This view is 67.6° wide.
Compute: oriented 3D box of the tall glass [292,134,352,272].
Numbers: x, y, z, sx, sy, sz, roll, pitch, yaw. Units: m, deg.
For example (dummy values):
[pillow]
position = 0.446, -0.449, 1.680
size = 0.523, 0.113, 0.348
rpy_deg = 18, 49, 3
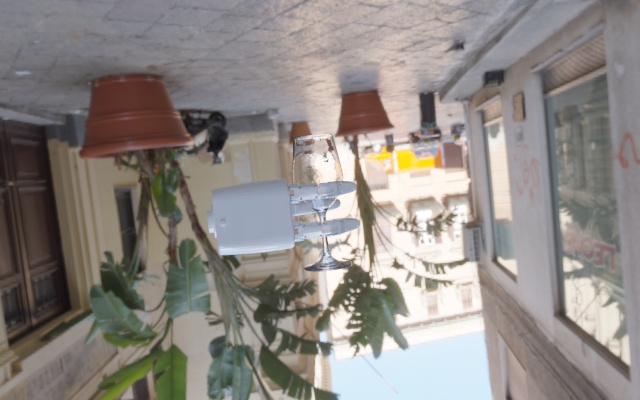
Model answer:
[tall glass]
position = 0.000, 0.003, 0.727
size = 0.079, 0.201, 0.079
rpy_deg = -6, 3, 0
